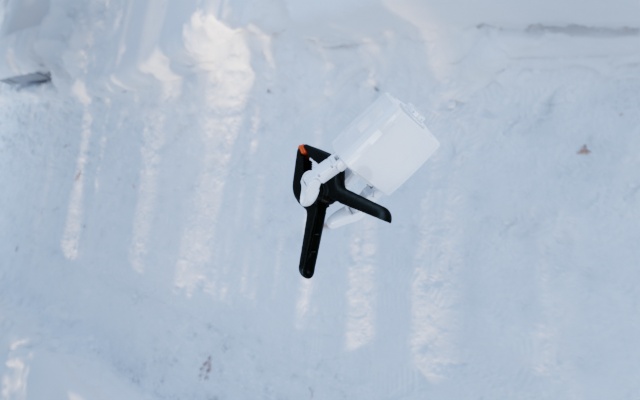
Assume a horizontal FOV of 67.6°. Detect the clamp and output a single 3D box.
[{"bbox_3d":[0.000,0.002,0.721,0.164,0.209,0.036,-43,-38,19],"label":"clamp"}]
